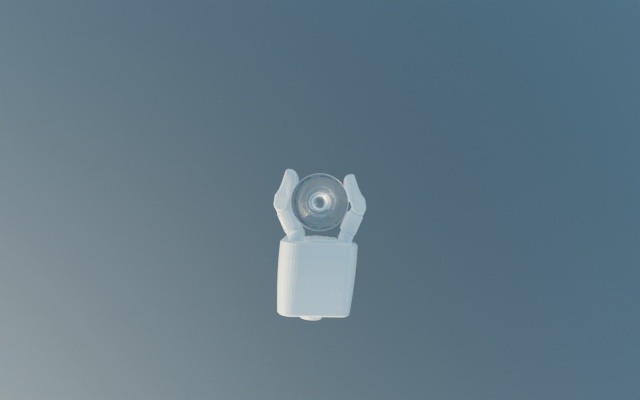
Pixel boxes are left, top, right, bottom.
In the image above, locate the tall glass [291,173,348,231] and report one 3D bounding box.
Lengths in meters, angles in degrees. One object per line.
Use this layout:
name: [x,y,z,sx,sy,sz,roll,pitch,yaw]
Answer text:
tall glass: [0.000,0.002,0.710,0.079,0.079,0.201,0,0,1]
